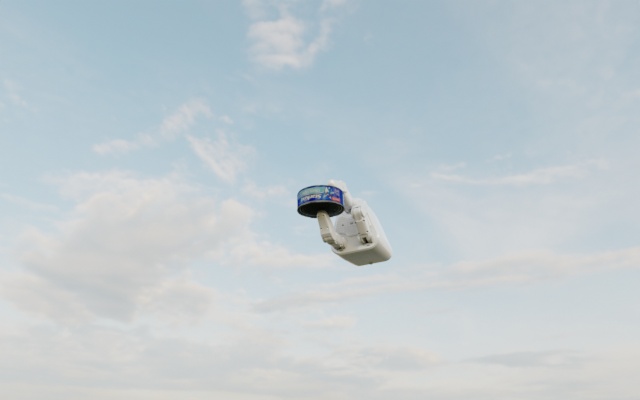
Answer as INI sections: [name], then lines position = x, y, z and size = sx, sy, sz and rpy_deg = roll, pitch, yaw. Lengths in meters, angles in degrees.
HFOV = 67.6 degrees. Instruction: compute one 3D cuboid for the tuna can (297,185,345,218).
[tuna can]
position = 0.000, 0.002, 0.860
size = 0.086, 0.033, 0.086
rpy_deg = -2, -21, -1
